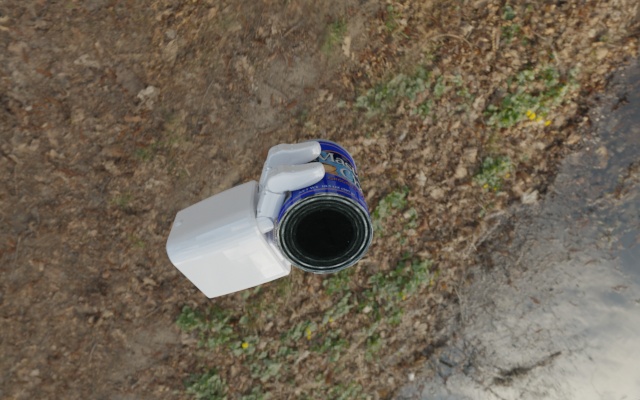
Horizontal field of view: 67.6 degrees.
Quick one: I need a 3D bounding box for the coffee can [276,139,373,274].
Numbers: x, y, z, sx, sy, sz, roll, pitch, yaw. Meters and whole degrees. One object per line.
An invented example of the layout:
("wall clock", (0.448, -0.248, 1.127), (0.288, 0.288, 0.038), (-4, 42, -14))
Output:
("coffee can", (0.000, 0.002, 0.560), (0.103, 0.103, 0.140), (0, 30, -4))
